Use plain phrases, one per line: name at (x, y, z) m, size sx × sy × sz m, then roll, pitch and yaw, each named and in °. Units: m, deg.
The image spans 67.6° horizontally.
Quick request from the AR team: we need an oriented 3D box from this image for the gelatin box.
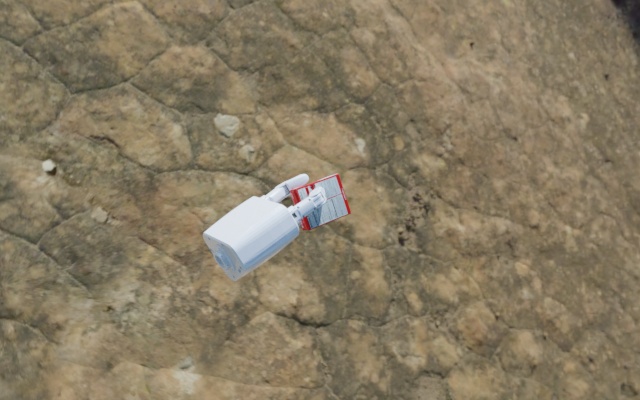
gelatin box at (0.001, 0.002, 0.809) m, size 0.089 × 0.073 × 0.030 m, roll -21°, pitch 5°, yaw -26°
